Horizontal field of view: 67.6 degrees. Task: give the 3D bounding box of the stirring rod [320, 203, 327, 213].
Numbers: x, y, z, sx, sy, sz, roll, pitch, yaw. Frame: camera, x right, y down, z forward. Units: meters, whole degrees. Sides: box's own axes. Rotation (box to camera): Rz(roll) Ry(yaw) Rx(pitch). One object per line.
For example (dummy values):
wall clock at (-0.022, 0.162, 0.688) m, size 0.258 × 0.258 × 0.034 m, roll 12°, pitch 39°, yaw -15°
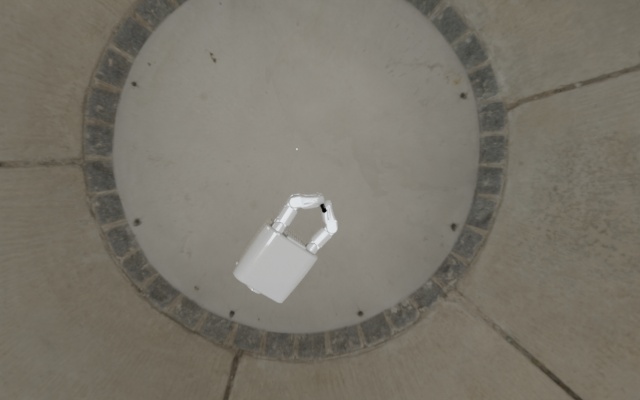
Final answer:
stirring rod at (0.000, 0.003, 0.858) m, size 0.011 × 0.011 × 0.239 m, roll 0°, pitch 6°, yaw -3°
